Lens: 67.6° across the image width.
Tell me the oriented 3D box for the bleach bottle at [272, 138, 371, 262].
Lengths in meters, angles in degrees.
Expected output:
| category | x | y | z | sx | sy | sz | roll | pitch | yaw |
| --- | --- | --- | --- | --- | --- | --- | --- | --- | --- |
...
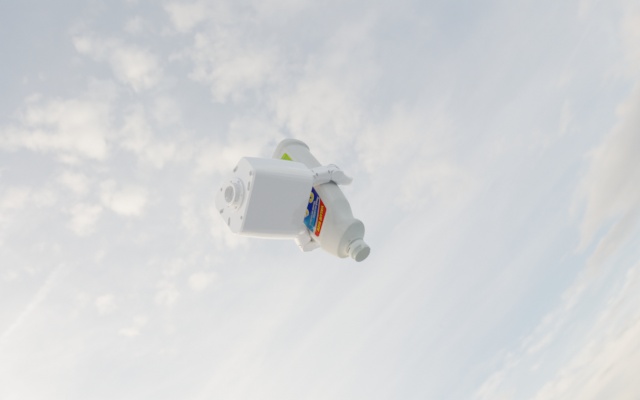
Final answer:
| category | x | y | z | sx | sy | sz | roll | pitch | yaw |
| --- | --- | --- | --- | --- | --- | --- | --- | --- | --- |
| bleach bottle | 0.000 | 0.003 | 0.777 | 0.068 | 0.102 | 0.250 | 7 | 30 | -43 |
